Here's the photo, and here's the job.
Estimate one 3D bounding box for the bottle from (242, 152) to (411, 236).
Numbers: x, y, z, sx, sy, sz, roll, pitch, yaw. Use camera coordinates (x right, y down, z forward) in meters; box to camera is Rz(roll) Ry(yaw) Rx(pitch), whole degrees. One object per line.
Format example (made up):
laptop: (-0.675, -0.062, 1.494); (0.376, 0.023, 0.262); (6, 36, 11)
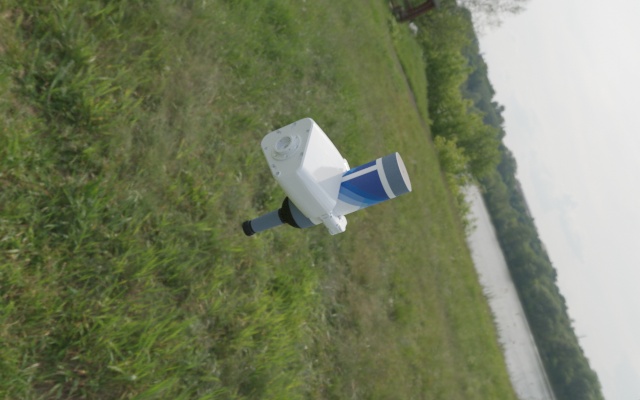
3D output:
bottle: (0.000, 0.003, 0.798); (0.296, 0.069, 0.069); (-20, -7, 18)
